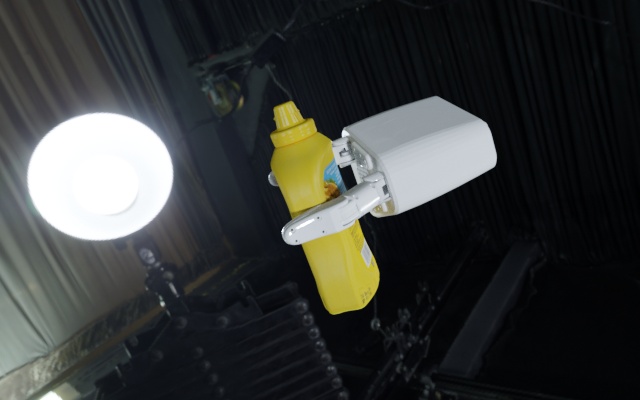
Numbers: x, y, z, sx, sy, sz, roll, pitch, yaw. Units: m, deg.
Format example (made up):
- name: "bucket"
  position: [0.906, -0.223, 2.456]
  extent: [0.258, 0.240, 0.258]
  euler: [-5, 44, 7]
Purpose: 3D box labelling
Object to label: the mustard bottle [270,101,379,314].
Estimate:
- name: "mustard bottle"
  position: [0.000, 0.002, 0.444]
  extent: [0.058, 0.192, 0.096]
  euler: [-15, 17, 17]
